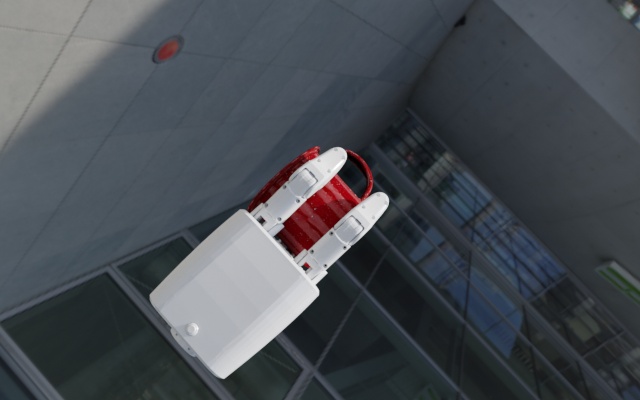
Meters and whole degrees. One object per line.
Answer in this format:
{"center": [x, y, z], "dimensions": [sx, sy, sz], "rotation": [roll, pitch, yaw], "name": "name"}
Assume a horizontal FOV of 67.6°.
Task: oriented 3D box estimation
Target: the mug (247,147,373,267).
{"center": [0.001, 0.001, 0.461], "dimensions": [0.117, 0.081, 0.093], "rotation": [-42, -4, -11], "name": "mug"}
